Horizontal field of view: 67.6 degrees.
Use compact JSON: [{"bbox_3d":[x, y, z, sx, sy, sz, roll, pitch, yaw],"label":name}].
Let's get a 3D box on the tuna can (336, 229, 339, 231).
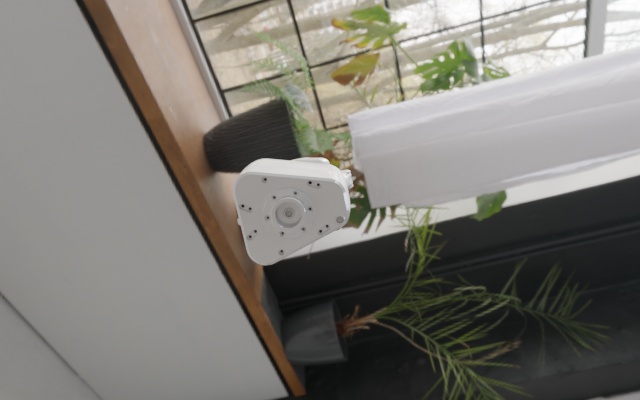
[{"bbox_3d":[0.001,0.002,0.633,0.034,0.086,0.086,-15,0,0],"label":"tuna can"}]
